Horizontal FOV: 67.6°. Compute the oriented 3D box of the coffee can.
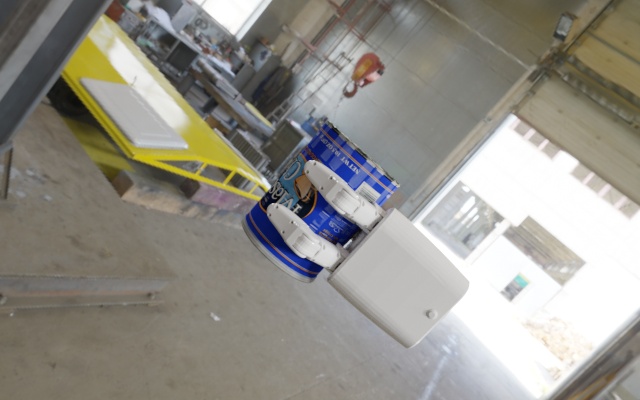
[{"bbox_3d":[0.000,0.002,0.507,0.103,0.140,0.103,41,9,-7],"label":"coffee can"}]
